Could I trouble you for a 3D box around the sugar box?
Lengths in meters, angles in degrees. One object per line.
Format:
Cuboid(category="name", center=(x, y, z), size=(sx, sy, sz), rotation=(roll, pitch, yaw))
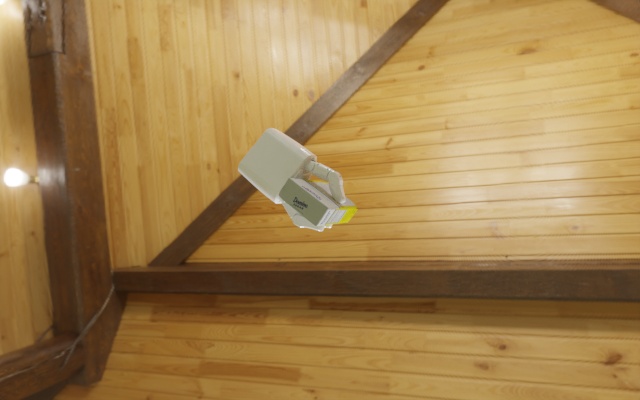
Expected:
Cuboid(category="sugar box", center=(0.000, 0.003, 0.889), size=(0.093, 0.048, 0.176), rotation=(38, 15, 18))
